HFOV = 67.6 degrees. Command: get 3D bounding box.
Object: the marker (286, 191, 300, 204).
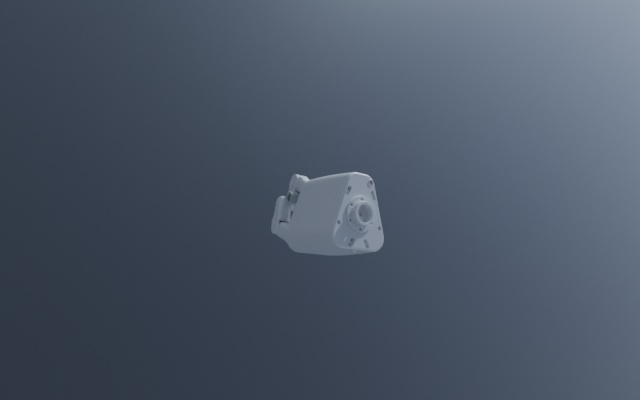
[{"bbox_3d":[0.000,0.003,0.767,0.121,0.020,0.020,9,-5,-35],"label":"marker"}]
